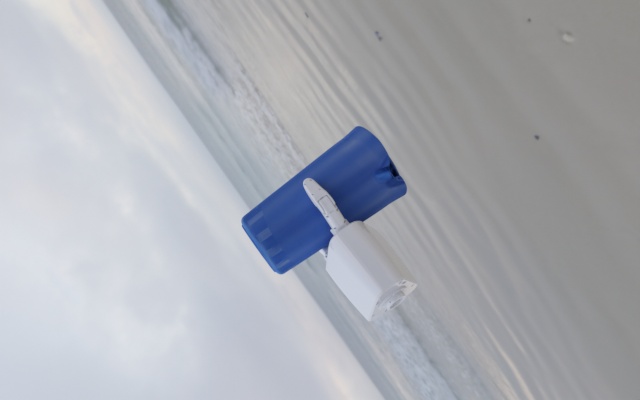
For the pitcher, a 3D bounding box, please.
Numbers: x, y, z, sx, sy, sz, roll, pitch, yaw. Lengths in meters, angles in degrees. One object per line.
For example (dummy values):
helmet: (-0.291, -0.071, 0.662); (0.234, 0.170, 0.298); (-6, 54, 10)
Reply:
pitcher: (0.000, 0.003, 0.752); (0.243, 0.145, 0.149); (-35, -27, -7)
